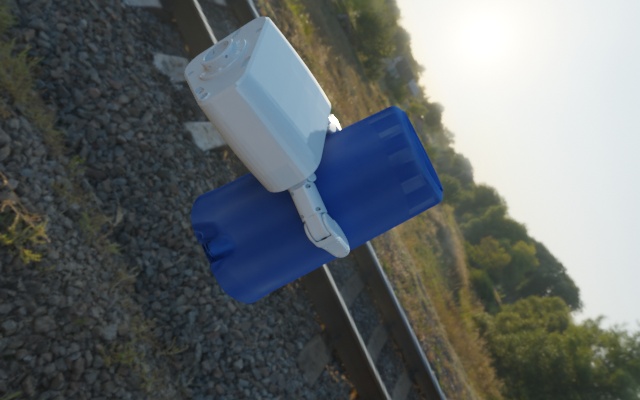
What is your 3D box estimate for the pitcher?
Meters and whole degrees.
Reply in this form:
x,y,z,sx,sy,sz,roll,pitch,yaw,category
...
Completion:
x,y,z,sx,sy,sz,roll,pitch,yaw,category
0.000,0.002,0.514,0.243,0.149,0.145,-26,-50,15,pitcher
